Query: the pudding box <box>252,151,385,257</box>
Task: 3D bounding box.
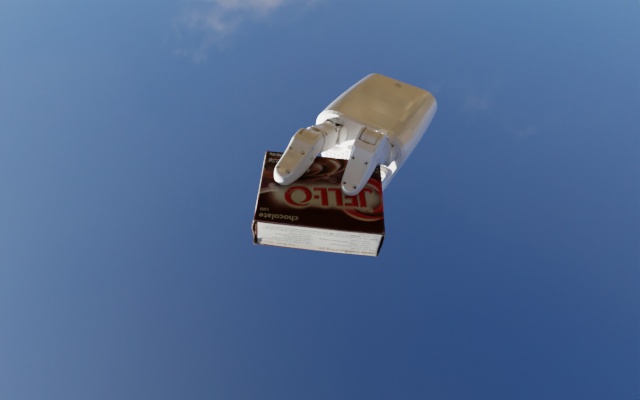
[{"bbox_3d":[0.000,0.001,0.434,0.113,0.039,0.090,4,45,-1],"label":"pudding box"}]
